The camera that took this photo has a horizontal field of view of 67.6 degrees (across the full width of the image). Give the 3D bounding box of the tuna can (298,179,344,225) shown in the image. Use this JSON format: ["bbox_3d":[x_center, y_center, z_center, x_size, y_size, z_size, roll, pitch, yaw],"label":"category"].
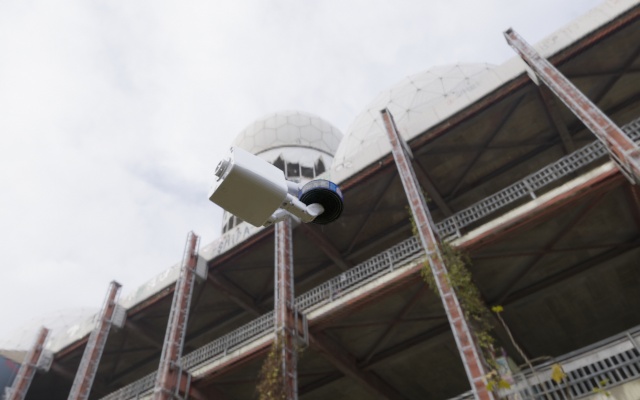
[{"bbox_3d":[0.000,0.003,0.896,0.086,0.086,0.033,0,36,0],"label":"tuna can"}]
